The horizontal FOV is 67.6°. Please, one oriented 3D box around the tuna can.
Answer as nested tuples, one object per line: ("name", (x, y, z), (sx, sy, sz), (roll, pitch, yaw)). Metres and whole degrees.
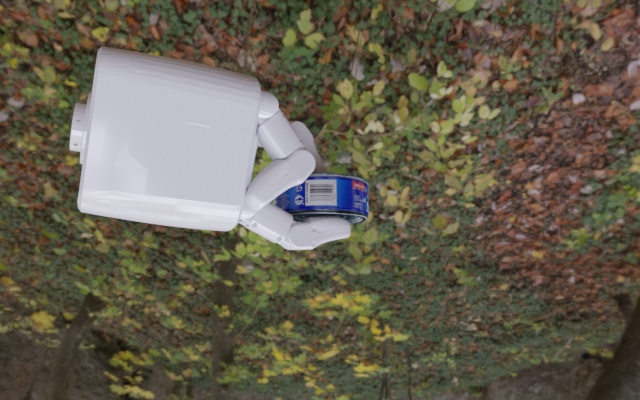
("tuna can", (0.000, 0.002, 0.424), (0.086, 0.033, 0.086), (0, -11, 0))
